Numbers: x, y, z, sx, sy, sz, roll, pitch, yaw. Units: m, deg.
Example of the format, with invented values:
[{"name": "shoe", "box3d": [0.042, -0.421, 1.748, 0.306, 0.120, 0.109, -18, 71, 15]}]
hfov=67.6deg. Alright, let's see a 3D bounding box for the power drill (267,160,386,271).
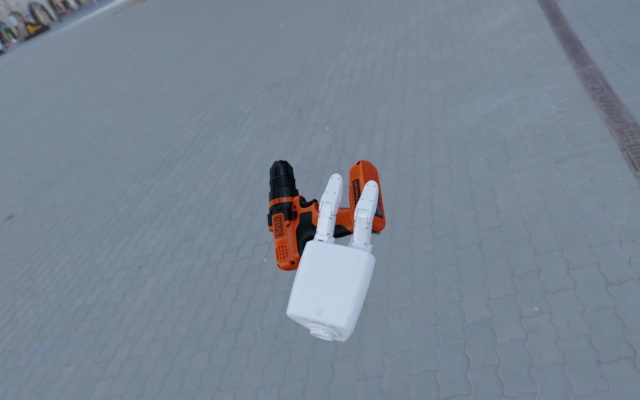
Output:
[{"name": "power drill", "box3d": [0.000, 0.003, 0.731, 0.188, 0.184, 0.057, -19, -20, 31]}]
